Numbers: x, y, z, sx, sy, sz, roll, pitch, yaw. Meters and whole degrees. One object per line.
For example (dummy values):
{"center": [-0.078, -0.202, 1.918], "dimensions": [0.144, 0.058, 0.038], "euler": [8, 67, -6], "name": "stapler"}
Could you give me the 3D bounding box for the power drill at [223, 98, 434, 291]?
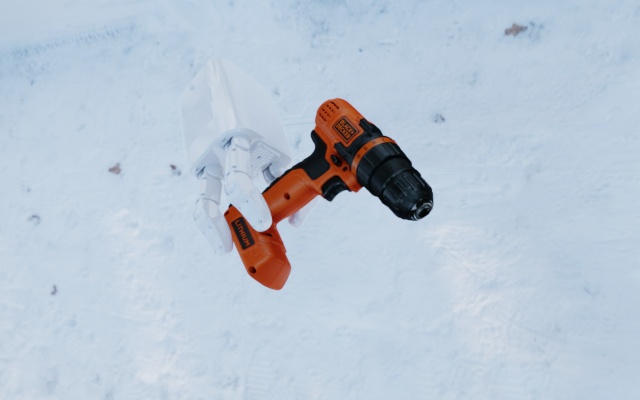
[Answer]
{"center": [0.000, 0.002, 0.476], "dimensions": [0.057, 0.187, 0.184], "euler": [42, 9, -44], "name": "power drill"}
